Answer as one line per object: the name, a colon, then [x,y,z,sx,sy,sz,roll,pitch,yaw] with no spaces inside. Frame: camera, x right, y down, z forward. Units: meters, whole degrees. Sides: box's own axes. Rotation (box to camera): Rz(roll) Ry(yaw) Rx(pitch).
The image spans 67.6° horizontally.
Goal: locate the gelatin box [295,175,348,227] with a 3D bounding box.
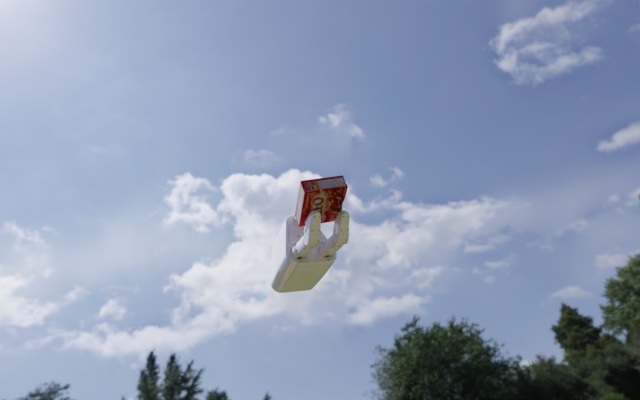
gelatin box: [0.000,0.002,0.783,0.073,0.030,0.089,-8,-40,-18]
